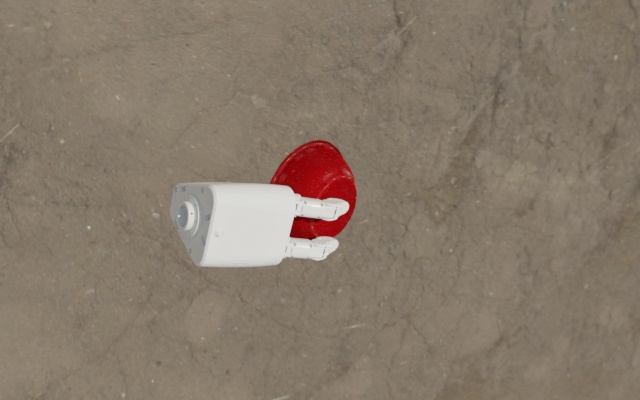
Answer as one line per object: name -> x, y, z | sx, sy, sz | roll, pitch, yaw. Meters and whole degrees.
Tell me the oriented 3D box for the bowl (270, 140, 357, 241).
bowl -> 0.001, 0.002, 0.655 | 0.055, 0.162, 0.162 | 25, 15, 36
